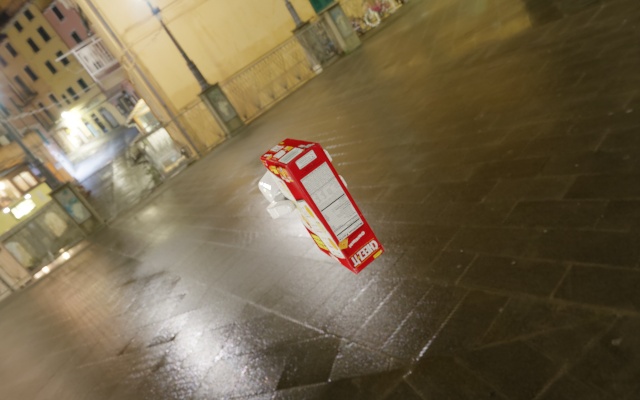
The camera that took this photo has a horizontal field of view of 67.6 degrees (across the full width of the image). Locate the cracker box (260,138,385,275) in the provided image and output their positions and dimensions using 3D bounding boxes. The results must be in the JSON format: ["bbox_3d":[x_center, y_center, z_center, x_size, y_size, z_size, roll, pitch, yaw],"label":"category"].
[{"bbox_3d":[0.000,0.003,0.797,0.072,0.214,0.164,-37,20,-12],"label":"cracker box"}]
